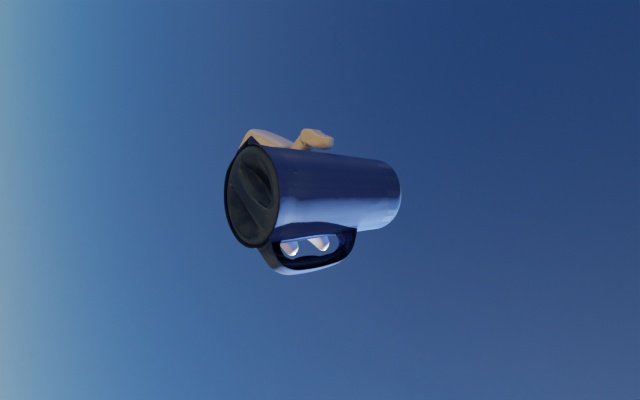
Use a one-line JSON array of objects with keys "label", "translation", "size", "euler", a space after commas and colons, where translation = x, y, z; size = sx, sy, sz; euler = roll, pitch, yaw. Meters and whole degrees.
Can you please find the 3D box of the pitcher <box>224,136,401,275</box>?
[{"label": "pitcher", "translation": [0.000, 0.002, 0.670], "size": [0.243, 0.149, 0.145], "euler": [-1, 23, -39]}]
